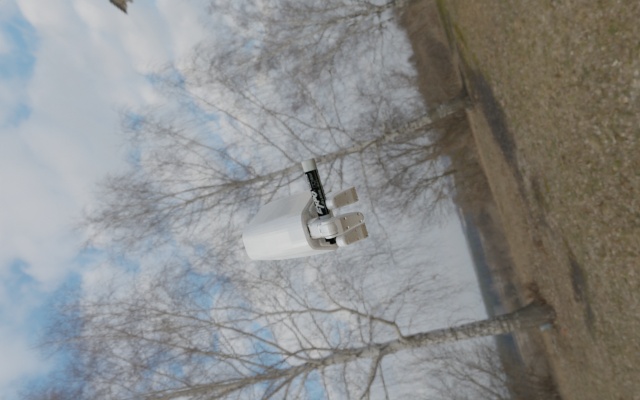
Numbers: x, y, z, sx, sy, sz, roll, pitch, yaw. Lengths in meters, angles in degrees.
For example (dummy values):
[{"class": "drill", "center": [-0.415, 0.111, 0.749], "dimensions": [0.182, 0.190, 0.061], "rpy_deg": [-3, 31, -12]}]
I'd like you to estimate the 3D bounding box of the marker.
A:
[{"class": "marker", "center": [0.000, 0.002, 0.655], "dimensions": [0.020, 0.121, 0.020], "rpy_deg": [-17, 4, 1]}]
